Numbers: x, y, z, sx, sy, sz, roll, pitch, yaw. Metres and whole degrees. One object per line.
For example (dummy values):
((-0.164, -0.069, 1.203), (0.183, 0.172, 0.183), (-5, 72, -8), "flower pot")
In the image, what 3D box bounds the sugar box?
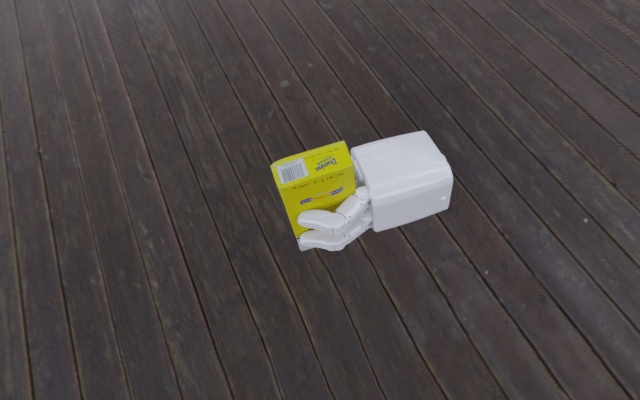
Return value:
((0.000, 0.002, 0.623), (0.093, 0.048, 0.176), (-17, -33, -2), "sugar box")
